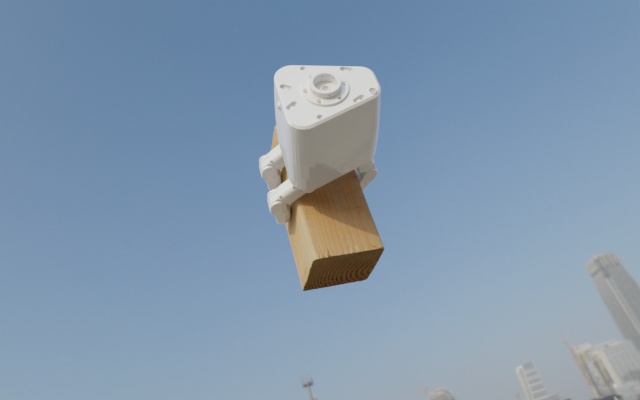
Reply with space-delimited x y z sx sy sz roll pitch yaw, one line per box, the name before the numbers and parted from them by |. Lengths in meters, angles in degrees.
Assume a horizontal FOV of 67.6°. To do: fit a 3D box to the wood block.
wood block | 0.000 0.002 0.632 0.091 0.206 0.090 -7 -33 -16
